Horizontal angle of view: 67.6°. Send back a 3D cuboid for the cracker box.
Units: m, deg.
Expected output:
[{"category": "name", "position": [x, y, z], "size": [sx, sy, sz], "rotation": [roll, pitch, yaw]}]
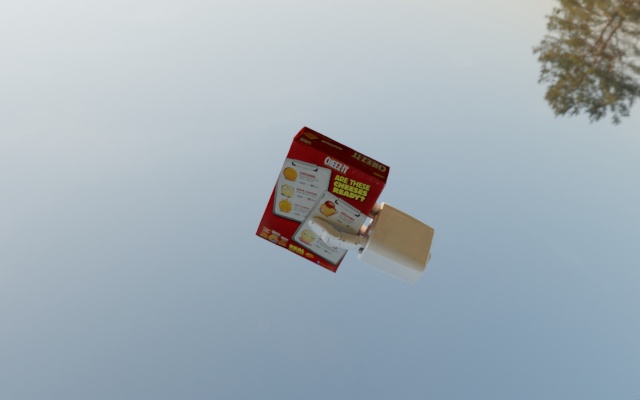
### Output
[{"category": "cracker box", "position": [0.000, 0.003, 0.826], "size": [0.164, 0.214, 0.072], "rotation": [26, 34, 0]}]
